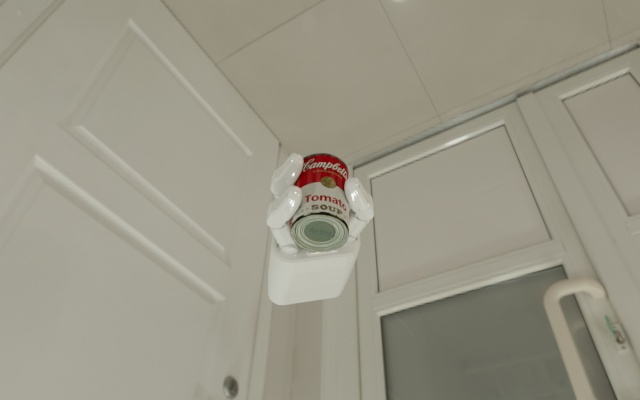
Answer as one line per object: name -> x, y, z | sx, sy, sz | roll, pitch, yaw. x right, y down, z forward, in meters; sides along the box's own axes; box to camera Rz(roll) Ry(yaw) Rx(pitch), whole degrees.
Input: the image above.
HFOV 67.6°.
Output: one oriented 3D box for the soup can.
soup can -> 0.000, 0.002, 0.565 | 0.068, 0.102, 0.069 | 1, -45, 1
